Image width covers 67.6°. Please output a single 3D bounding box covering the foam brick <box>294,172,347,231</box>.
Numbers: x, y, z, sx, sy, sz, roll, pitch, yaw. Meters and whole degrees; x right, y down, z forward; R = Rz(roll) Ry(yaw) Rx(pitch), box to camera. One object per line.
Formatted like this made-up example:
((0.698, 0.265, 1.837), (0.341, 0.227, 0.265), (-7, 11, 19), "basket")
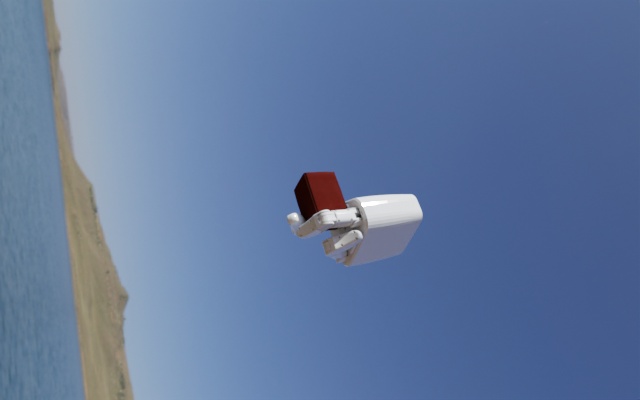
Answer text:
((0.000, 0.002, 0.717), (0.051, 0.078, 0.053), (-7, -24, -27), "foam brick")
